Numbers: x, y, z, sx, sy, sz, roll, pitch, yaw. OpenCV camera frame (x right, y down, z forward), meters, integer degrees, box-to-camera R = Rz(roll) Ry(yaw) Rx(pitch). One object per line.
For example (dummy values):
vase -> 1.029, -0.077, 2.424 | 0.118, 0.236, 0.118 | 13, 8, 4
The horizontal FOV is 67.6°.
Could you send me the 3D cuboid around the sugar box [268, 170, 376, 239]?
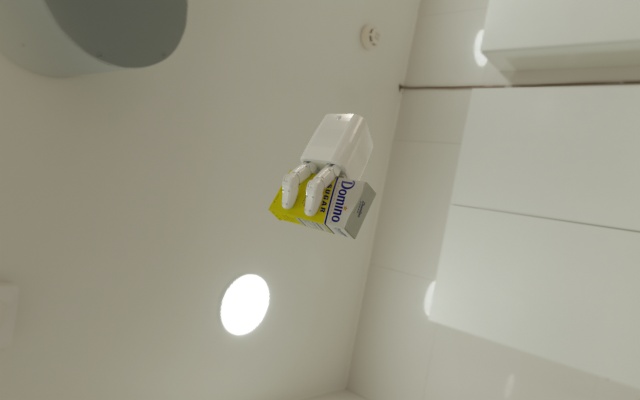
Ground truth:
sugar box -> 0.000, 0.002, 0.835 | 0.176, 0.093, 0.048 | 10, -25, 40
